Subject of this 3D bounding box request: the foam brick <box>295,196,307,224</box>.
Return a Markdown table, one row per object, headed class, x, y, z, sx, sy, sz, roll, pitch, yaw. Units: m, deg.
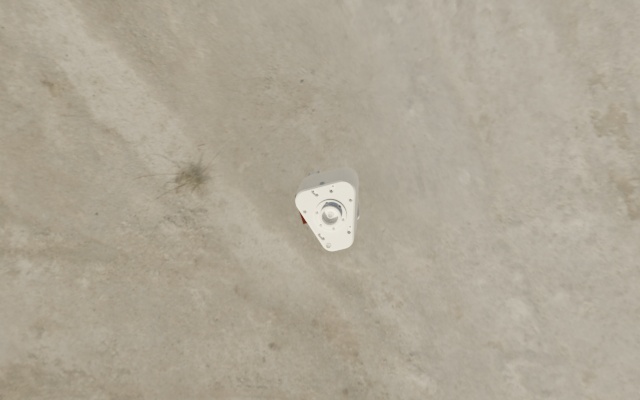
| class | x | y | z | sx | sy | sz | roll | pitch | yaw |
| --- | --- | --- | --- | --- | --- | --- | --- | --- | --- |
| foam brick | 0.000 | 0.003 | 0.842 | 0.078 | 0.053 | 0.051 | -14 | 12 | 8 |
